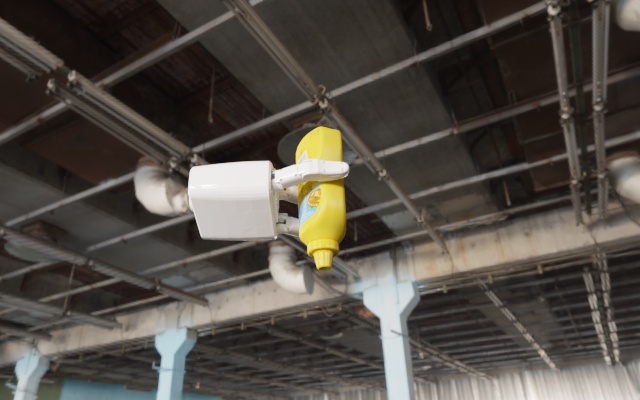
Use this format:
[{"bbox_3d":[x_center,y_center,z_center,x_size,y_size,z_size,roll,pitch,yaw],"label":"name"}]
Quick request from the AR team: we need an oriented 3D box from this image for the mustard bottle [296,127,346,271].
[{"bbox_3d":[0.000,0.002,0.649,0.058,0.191,0.096,10,-31,-22],"label":"mustard bottle"}]
